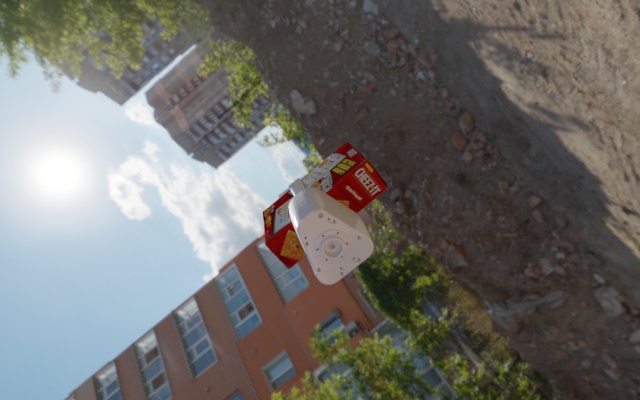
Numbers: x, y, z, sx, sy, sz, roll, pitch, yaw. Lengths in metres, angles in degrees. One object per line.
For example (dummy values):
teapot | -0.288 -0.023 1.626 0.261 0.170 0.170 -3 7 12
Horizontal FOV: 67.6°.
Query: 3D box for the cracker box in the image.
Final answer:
cracker box | 0.000 0.003 0.839 0.214 0.072 0.164 -39 18 5
